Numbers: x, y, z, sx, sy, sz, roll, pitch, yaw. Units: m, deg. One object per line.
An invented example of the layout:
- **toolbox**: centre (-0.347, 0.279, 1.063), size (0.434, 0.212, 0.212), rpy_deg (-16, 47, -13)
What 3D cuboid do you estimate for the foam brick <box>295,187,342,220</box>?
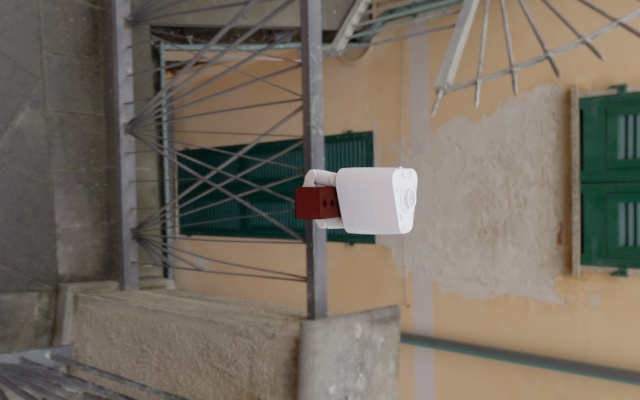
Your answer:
- **foam brick**: centre (0.000, 0.003, 0.798), size (0.051, 0.053, 0.078), rpy_deg (2, 4, 35)
